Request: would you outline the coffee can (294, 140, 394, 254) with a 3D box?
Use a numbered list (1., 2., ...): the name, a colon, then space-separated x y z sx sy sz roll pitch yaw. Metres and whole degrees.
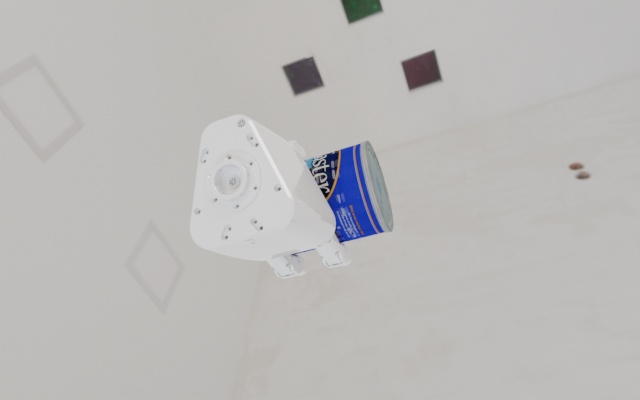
1. coffee can: 0.000 0.002 0.535 0.140 0.103 0.103 -15 -4 14
